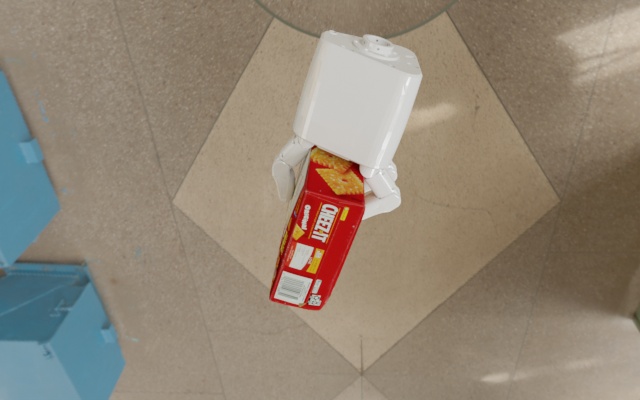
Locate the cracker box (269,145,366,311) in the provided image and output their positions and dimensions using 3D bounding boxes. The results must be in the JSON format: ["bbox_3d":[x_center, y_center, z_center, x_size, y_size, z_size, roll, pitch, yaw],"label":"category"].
[{"bbox_3d":[0.000,0.002,0.593,0.072,0.164,0.213,15,34,-6],"label":"cracker box"}]
